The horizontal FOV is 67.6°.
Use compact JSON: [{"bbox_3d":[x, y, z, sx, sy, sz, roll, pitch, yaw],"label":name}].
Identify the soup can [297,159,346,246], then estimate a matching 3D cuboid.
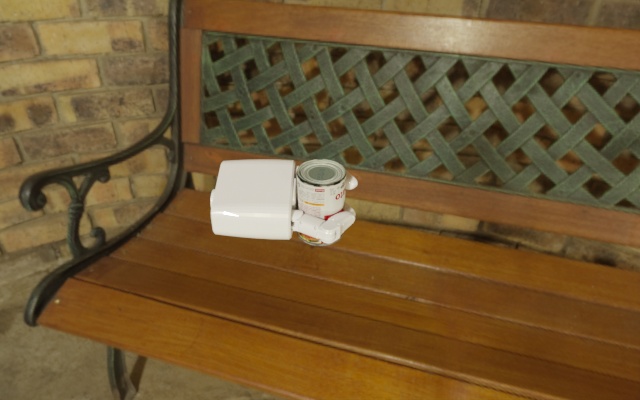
[{"bbox_3d":[0.001,0.002,0.661,0.068,0.102,0.068,1,35,-1],"label":"soup can"}]
